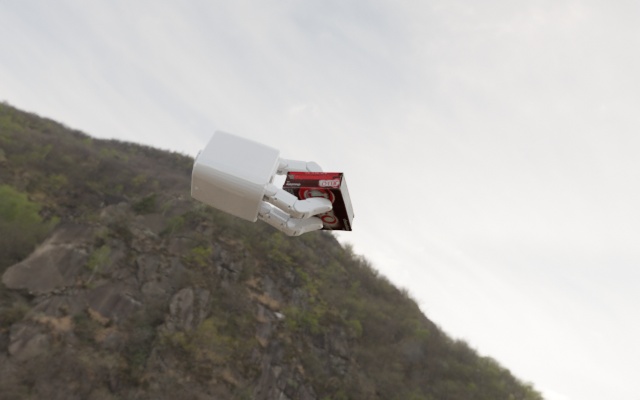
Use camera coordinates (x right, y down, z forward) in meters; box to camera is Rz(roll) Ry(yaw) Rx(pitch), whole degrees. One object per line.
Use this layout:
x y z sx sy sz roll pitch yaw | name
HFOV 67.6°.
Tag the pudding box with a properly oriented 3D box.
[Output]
0.000 0.002 0.741 0.090 0.039 0.114 3 -34 18 | pudding box
